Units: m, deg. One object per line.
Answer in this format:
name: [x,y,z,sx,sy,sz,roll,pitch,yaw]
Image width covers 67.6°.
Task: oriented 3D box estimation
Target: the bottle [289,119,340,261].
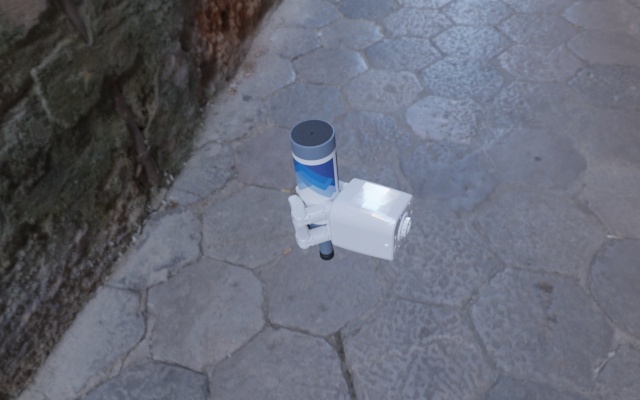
bottle: [0.000,0.002,0.799,0.069,0.069,0.296,0,-43,7]
